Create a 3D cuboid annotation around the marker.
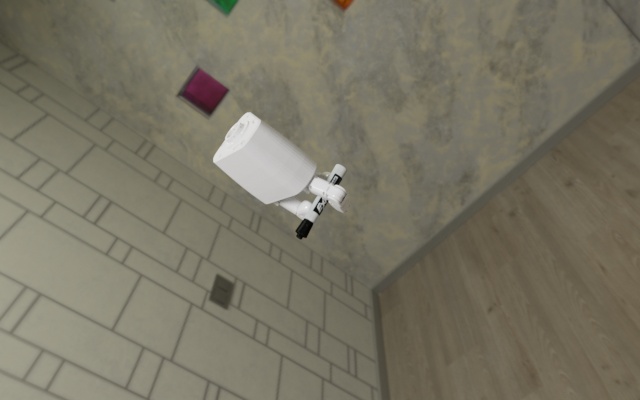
[{"bbox_3d":[0.000,0.002,0.677,0.020,0.121,0.020,30,-14,8],"label":"marker"}]
